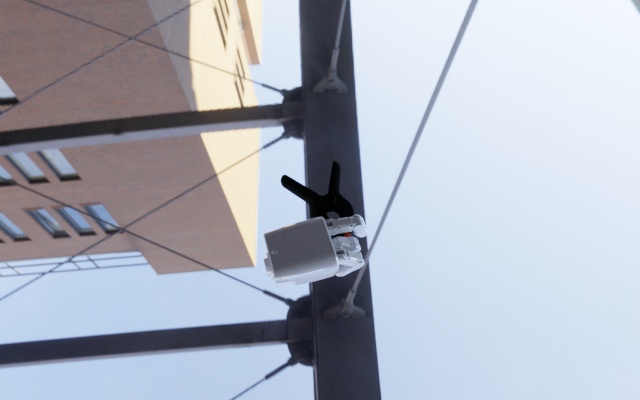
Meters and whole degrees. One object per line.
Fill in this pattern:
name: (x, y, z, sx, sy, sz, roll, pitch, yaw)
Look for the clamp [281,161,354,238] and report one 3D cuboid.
clamp: (0.000, 0.003, 0.868, 0.120, 0.171, 0.039, -13, -35, -10)
